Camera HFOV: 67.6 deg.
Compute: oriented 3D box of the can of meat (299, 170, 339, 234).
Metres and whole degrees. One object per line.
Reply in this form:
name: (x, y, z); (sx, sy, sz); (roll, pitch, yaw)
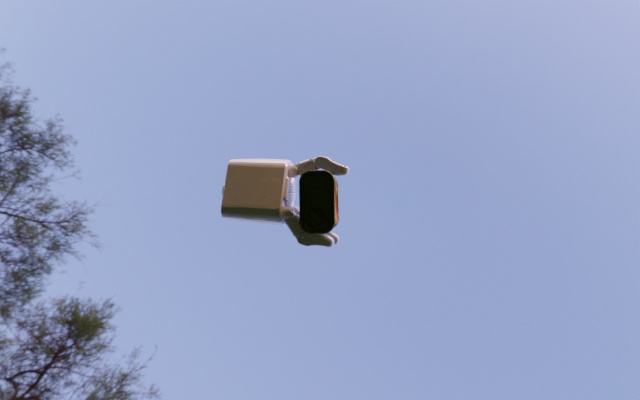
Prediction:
can of meat: (0.000, 0.003, 0.798); (0.057, 0.102, 0.084); (-1, 0, 8)
